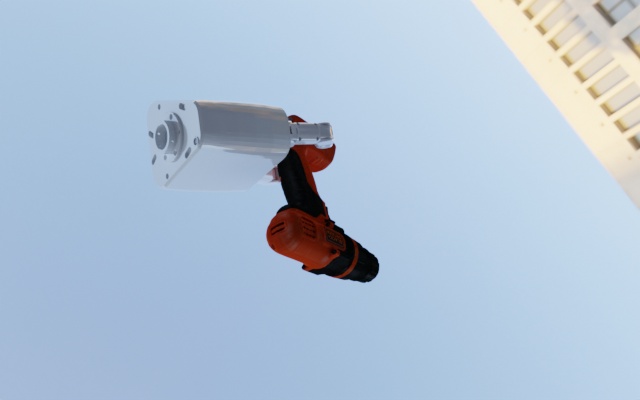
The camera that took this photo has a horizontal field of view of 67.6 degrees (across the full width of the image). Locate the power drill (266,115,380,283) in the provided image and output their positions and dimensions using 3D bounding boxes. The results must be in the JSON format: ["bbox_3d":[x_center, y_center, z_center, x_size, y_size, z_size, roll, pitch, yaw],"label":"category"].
[{"bbox_3d":[0.000,0.001,0.574,0.057,0.187,0.184,-29,-35,23],"label":"power drill"}]
